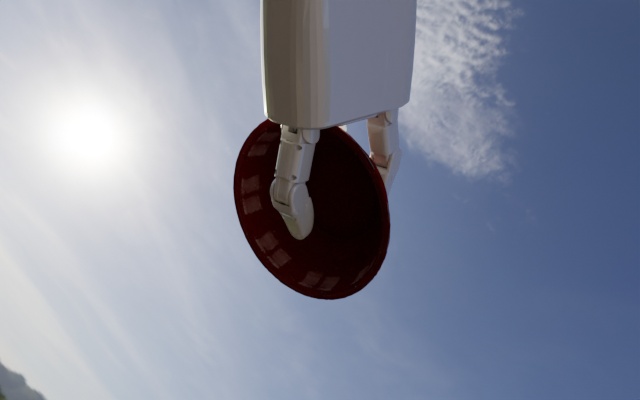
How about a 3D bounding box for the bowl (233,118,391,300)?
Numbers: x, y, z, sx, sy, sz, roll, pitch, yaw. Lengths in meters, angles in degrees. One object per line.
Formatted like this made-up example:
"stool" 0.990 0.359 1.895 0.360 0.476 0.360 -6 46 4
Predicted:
"bowl" 0.000 0.002 0.416 0.162 0.162 0.055 0 15 37
